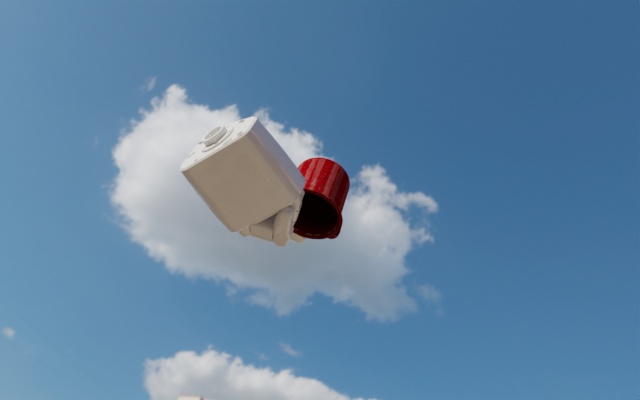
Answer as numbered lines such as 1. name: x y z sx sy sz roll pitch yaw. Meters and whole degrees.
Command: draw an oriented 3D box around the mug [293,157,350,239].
1. mug: 0.001 0.003 0.674 0.093 0.117 0.081 -15 35 30
